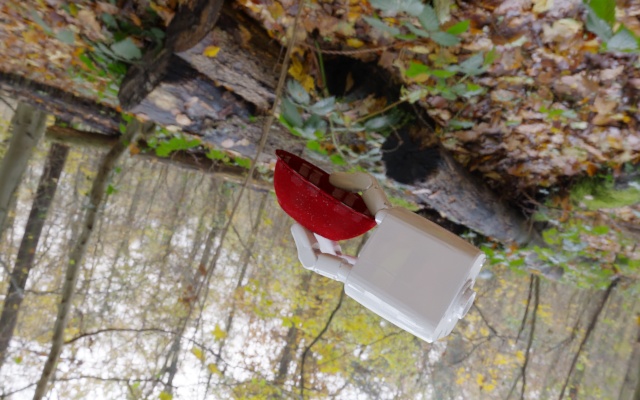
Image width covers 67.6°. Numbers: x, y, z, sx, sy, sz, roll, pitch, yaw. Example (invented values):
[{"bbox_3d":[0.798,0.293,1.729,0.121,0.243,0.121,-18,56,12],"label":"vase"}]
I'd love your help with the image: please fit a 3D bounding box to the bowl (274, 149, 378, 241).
[{"bbox_3d":[-0.001,0.002,0.590,0.162,0.055,0.162,32,10,-6],"label":"bowl"}]
